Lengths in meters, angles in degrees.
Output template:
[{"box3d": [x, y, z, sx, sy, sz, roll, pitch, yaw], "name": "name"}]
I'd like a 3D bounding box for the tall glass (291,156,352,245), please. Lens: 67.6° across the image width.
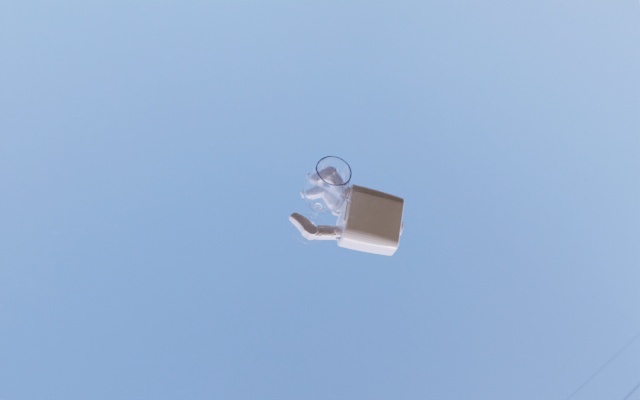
[{"box3d": [0.000, 0.003, 0.876, 0.079, 0.079, 0.201, 0, -32, -15], "name": "tall glass"}]
